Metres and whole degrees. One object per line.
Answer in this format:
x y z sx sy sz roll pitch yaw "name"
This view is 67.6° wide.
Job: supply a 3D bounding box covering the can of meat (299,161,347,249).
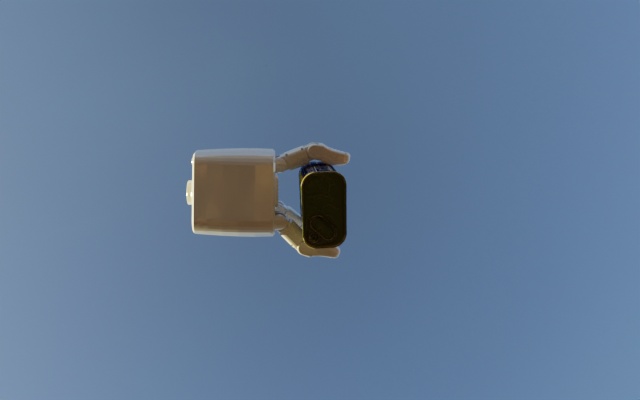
0.000 0.002 0.641 0.057 0.102 0.084 -3 16 -6 "can of meat"
